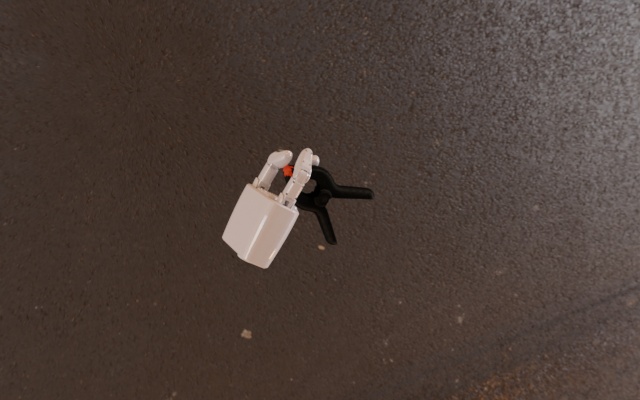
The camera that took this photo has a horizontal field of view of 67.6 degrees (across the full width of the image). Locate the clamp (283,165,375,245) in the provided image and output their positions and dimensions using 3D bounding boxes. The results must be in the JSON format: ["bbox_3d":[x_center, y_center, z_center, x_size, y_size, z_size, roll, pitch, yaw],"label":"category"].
[{"bbox_3d":[0.000,0.003,0.817,0.171,0.120,0.039,27,4,-24],"label":"clamp"}]
